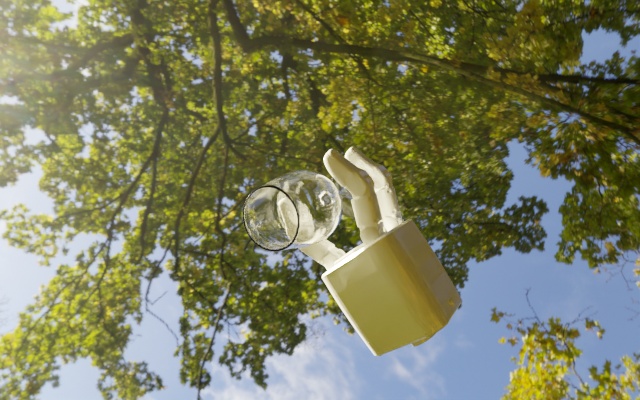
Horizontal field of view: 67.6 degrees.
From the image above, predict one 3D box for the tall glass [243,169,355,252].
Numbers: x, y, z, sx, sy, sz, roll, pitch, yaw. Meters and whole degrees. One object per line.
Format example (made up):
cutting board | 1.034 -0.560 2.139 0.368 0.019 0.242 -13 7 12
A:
tall glass | 0.000 0.002 0.520 0.079 0.079 0.201 0 9 28
